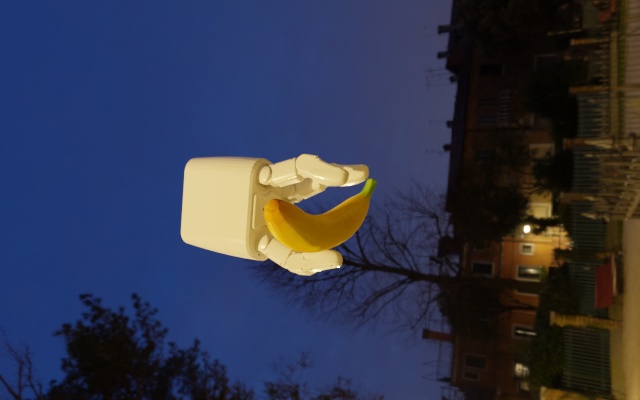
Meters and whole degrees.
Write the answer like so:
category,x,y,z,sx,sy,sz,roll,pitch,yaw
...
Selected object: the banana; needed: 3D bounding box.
category,x,y,z,sx,sy,sz,roll,pitch,yaw
banana,0.001,0.019,0.484,0.037,0.069,0.198,9,13,29
